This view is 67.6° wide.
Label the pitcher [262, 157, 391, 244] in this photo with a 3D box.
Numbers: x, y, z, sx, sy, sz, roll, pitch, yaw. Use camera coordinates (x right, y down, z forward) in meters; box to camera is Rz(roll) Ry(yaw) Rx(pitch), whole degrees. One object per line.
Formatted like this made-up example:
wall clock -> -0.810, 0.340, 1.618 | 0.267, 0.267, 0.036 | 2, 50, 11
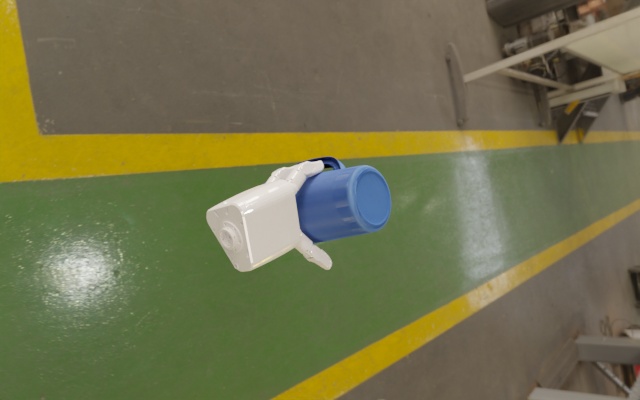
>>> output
pitcher -> 0.000, 0.003, 0.834 | 0.243, 0.149, 0.145 | -11, 9, 44
